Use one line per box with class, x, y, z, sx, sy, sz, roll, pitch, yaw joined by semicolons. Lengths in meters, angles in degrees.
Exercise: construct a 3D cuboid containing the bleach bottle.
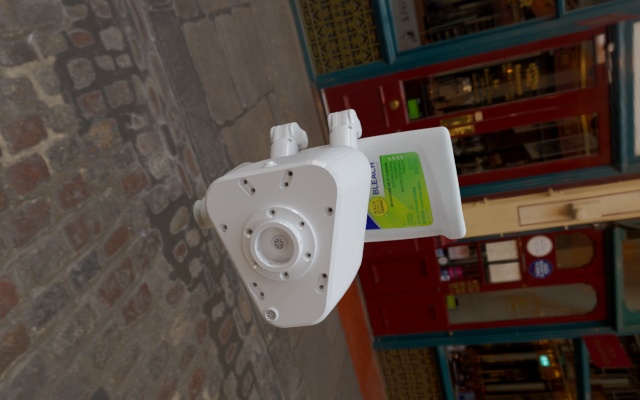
bleach bottle;0.000;0.001;0.451;0.251;0.102;0.068;-10;7;15
